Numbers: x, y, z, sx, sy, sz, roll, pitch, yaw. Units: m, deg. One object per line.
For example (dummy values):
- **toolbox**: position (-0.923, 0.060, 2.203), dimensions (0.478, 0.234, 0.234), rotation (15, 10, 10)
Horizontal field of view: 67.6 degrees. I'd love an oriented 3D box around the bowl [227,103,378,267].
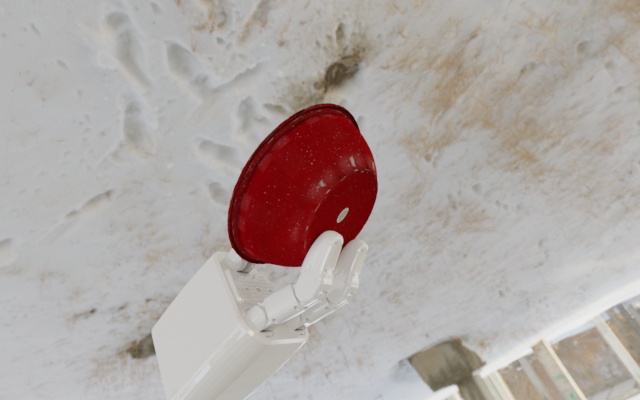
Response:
- **bowl**: position (0.001, 0.000, 0.414), dimensions (0.055, 0.162, 0.162), rotation (34, 19, 30)
